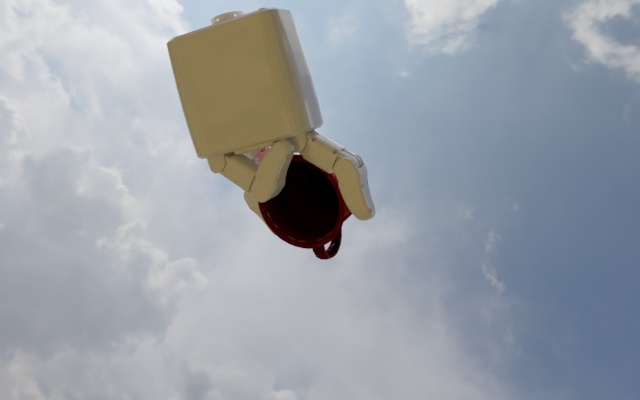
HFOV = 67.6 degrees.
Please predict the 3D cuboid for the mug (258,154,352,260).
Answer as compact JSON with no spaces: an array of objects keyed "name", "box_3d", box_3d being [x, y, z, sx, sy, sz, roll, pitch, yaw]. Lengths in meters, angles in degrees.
[{"name":"mug","box_3d":[0.001,0.003,0.483,0.093,0.117,0.081,-8,14,29]}]
